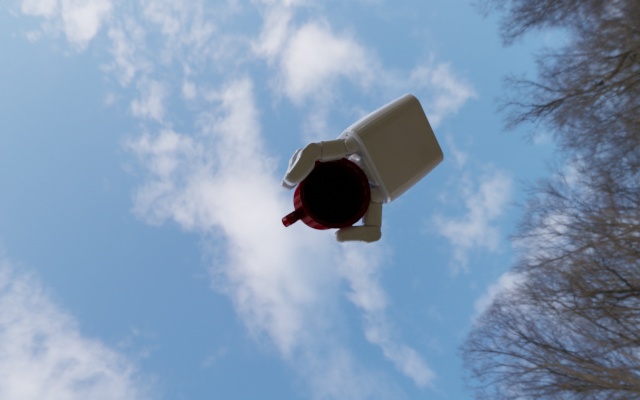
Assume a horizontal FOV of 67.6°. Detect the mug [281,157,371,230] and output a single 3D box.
[{"bbox_3d":[-0.001,0.003,0.630,0.117,0.093,0.081,-34,0,-17],"label":"mug"}]
